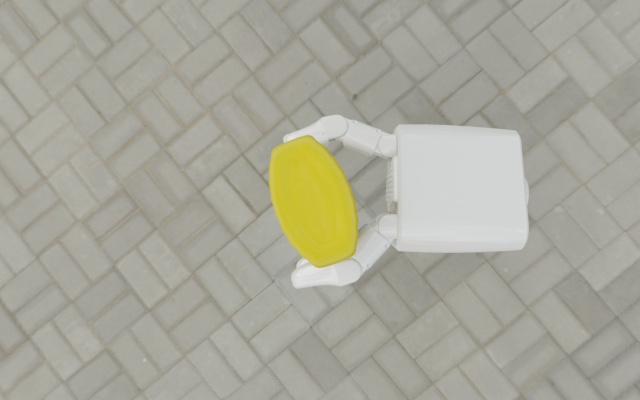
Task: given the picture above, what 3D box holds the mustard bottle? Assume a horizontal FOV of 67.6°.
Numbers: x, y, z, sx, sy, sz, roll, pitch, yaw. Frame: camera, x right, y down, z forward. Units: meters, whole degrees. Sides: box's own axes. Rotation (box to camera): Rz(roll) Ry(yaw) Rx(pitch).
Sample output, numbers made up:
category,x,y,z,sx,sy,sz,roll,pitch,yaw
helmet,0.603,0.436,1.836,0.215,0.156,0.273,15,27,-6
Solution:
category,x,y,z,sx,sy,sz,roll,pitch,yaw
mustard bottle,0.000,0.001,0.431,0.058,0.096,0.191,-23,-2,3
